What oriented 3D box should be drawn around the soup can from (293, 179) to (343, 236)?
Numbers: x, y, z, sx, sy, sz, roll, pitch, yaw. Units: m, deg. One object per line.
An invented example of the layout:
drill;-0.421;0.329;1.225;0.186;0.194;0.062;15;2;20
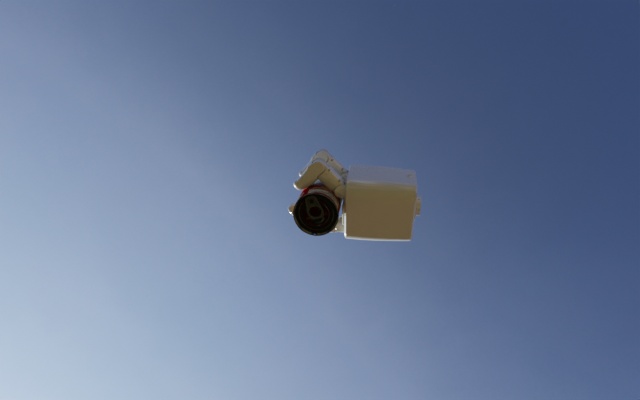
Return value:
soup can;0.000;0.002;0.742;0.068;0.068;0.102;0;22;9
